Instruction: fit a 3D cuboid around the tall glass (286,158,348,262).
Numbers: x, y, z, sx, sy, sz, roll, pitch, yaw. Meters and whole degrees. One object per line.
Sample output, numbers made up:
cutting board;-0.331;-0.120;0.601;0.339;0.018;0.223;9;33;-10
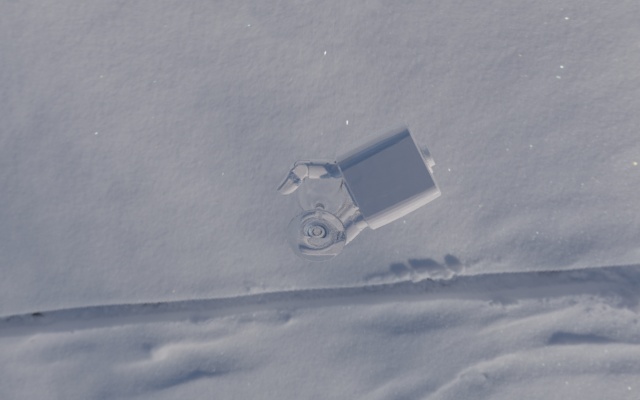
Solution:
tall glass;0.000;0.003;0.674;0.079;0.079;0.201;0;25;3
